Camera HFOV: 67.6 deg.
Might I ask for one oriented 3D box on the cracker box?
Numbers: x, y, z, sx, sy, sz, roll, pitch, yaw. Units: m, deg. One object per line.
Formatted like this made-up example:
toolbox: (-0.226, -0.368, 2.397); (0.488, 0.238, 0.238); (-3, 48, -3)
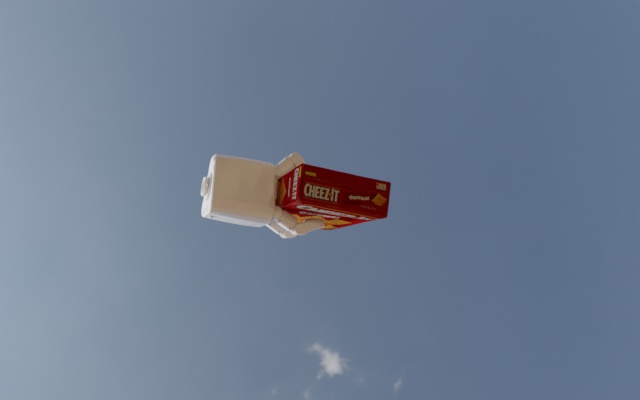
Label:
cracker box: (0.000, 0.003, 0.861); (0.164, 0.072, 0.214); (10, -12, -22)
